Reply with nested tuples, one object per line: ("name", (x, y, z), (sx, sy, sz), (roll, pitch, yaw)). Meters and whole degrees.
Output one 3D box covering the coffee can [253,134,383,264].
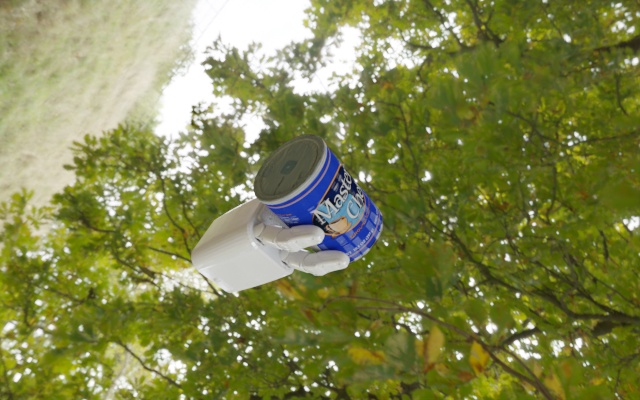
("coffee can", (0.000, 0.002, 0.594), (0.103, 0.102, 0.140), (0, -37, 44))
